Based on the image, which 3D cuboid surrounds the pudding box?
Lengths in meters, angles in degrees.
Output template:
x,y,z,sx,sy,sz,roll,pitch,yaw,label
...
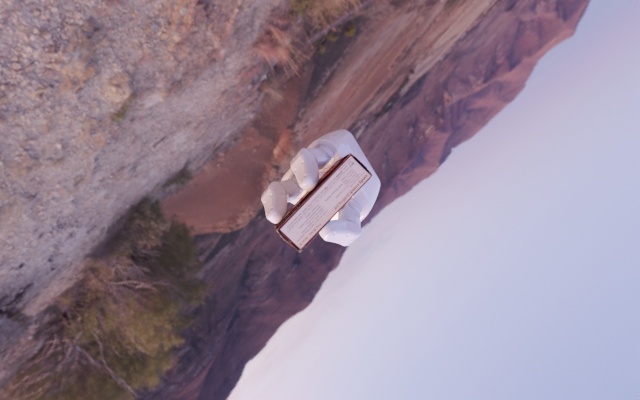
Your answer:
x,y,z,sx,sy,sz,roll,pitch,yaw,label
0.000,0.002,0.526,0.039,0.113,0.090,42,-5,-4,pudding box
